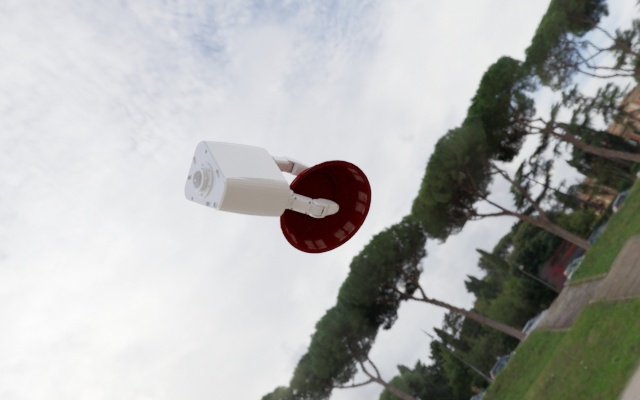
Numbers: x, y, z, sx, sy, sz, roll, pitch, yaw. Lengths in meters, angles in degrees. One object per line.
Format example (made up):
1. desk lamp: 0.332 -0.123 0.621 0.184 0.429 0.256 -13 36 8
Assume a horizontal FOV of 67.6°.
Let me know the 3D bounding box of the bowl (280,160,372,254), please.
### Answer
1. bowl: 0.001 0.003 0.764 0.162 0.162 0.055 0 25 -29
